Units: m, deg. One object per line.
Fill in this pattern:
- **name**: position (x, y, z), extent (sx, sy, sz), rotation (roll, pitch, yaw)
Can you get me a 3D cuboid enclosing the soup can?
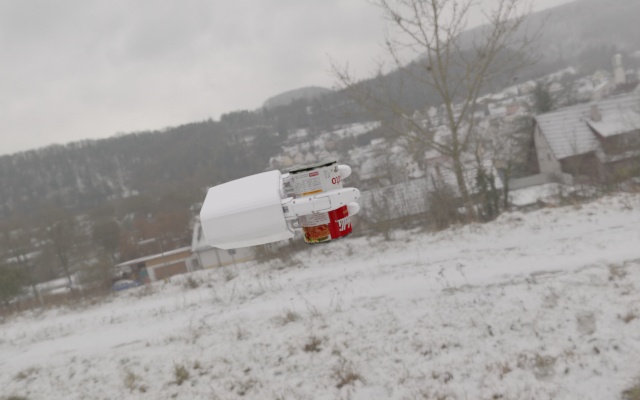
- **soup can**: position (0.001, 0.002, 0.647), extent (0.068, 0.102, 0.068), rotation (-13, 7, 2)
